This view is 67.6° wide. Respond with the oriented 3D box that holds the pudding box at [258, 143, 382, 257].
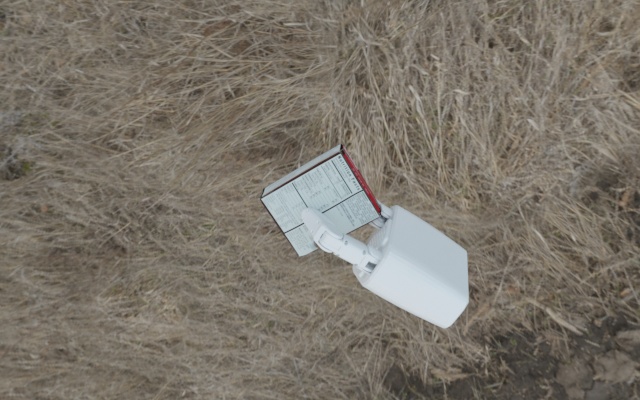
[{"bbox_3d":[0.000,0.002,0.546,0.113,0.090,0.039,-29,14,13],"label":"pudding box"}]
